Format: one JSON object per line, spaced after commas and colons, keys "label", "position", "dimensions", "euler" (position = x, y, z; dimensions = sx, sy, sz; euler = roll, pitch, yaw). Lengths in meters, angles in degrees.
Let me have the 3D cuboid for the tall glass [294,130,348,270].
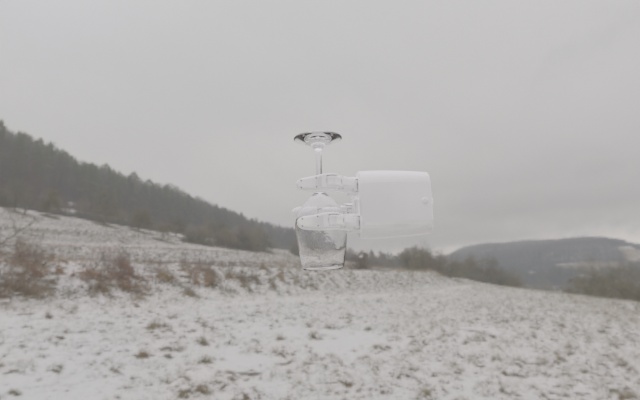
{"label": "tall glass", "position": [0.000, 0.002, 0.715], "dimensions": [0.079, 0.201, 0.079], "euler": [-2, -10, 0]}
